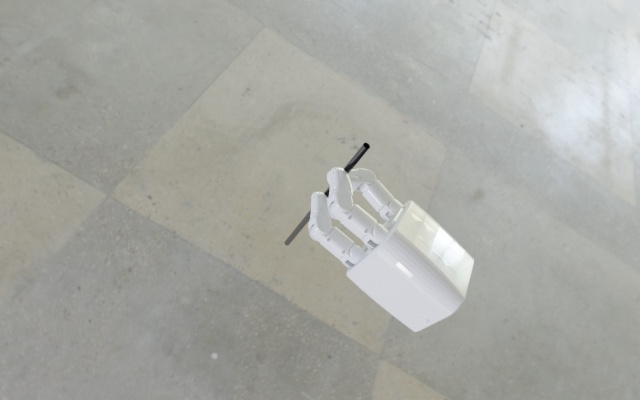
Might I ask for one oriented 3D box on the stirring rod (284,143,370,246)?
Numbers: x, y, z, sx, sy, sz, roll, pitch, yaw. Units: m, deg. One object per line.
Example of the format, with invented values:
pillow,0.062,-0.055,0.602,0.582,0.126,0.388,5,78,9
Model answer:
stirring rod,0.000,0.002,0.590,0.011,0.011,0.240,0,-29,-27
